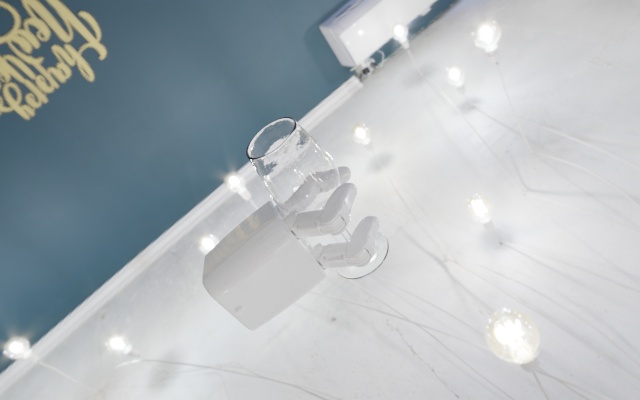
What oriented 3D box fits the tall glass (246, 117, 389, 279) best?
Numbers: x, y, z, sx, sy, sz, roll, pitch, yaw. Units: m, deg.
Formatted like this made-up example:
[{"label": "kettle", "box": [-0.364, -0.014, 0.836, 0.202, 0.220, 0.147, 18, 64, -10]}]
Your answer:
[{"label": "tall glass", "box": [0.001, 0.002, 0.538, 0.079, 0.079, 0.201, 0, -42, 43]}]
